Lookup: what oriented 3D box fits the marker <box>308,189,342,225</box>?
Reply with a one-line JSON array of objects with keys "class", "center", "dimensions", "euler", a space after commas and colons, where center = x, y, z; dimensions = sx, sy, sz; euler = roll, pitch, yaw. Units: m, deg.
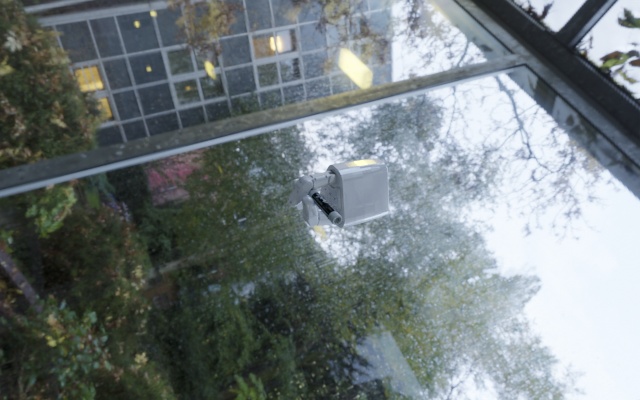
[{"class": "marker", "center": [0.000, 0.003, 0.826], "dimensions": [0.020, 0.020, 0.121], "euler": [0, 30, -32]}]
